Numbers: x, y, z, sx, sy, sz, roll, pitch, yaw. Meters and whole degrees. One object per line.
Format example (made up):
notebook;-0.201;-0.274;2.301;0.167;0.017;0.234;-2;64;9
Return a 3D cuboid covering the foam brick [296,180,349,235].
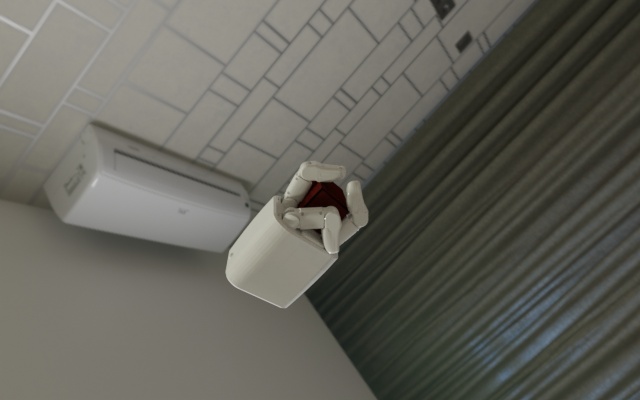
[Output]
foam brick;0.000;0.002;0.647;0.053;0.051;0.078;38;14;-18
